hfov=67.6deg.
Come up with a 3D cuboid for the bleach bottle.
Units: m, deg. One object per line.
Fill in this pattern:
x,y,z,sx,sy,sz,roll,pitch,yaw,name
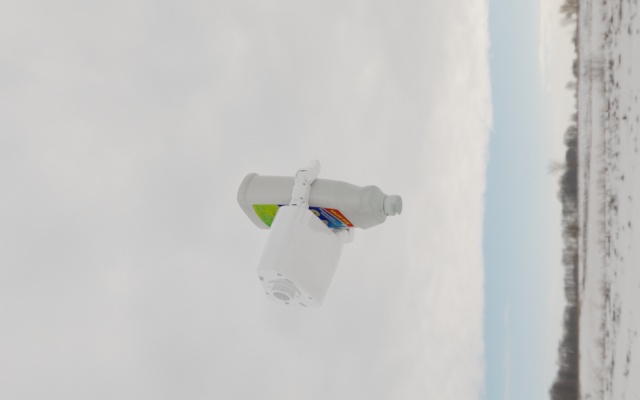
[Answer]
0.000,0.002,0.741,0.251,0.068,0.103,-1,-39,28,bleach bottle
